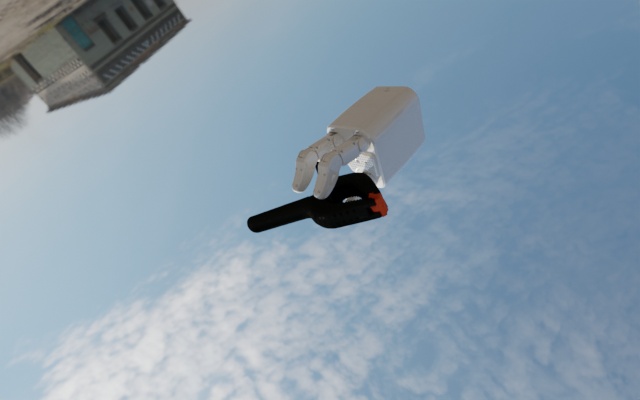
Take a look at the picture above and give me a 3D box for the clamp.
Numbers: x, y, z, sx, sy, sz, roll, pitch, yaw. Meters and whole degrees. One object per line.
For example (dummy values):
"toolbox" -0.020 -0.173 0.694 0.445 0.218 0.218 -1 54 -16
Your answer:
"clamp" 0.001 0.003 0.643 0.164 0.036 0.210 -43 31 -20
